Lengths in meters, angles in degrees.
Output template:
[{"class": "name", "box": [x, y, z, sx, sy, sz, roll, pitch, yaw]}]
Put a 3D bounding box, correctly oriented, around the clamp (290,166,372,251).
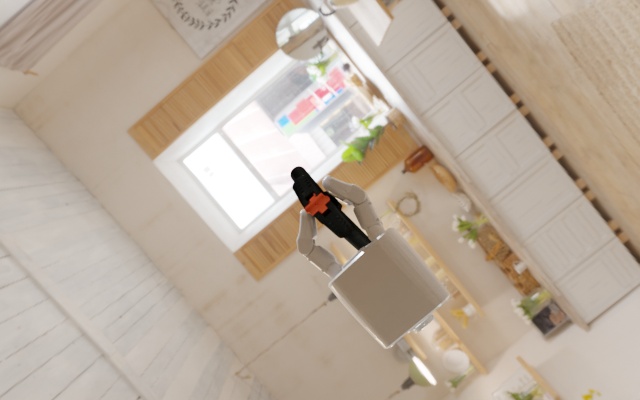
[{"class": "clamp", "box": [0.000, 0.003, 0.624, 0.036, 0.164, 0.210, -44, -13, 2]}]
